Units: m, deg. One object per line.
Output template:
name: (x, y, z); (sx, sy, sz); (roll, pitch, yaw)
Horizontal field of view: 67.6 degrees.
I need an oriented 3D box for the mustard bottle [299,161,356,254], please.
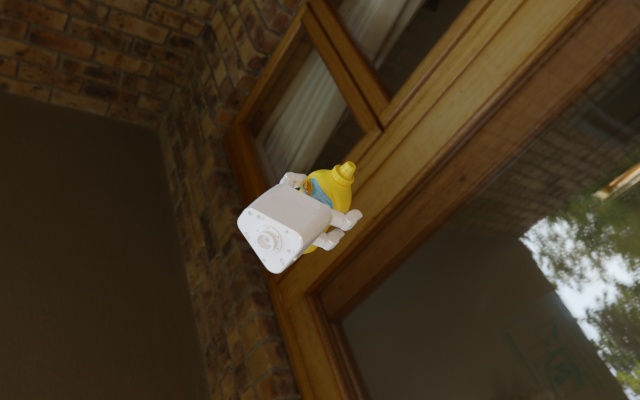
mustard bottle: (0.000, 0.003, 0.849); (0.058, 0.096, 0.192); (-6, -36, -49)
